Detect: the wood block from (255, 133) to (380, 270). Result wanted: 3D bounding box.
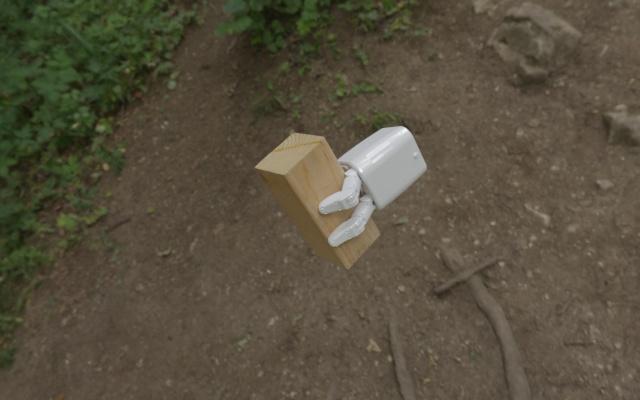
[{"bbox_3d":[0.000,0.002,0.769,0.090,0.206,0.091,-45,33,-19],"label":"wood block"}]
